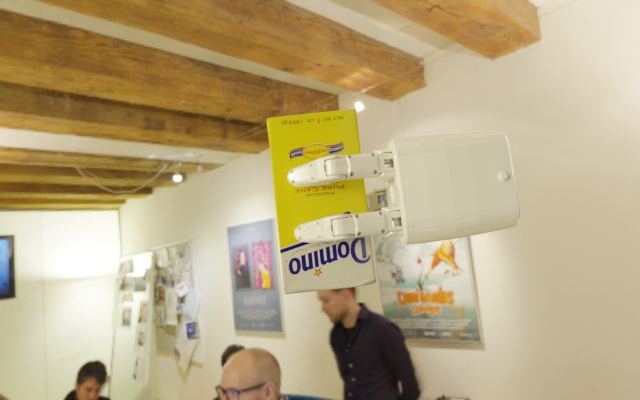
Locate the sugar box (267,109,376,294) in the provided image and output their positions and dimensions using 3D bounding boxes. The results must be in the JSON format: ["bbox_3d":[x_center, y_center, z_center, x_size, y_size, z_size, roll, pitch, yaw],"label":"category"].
[{"bbox_3d":[0.000,0.001,0.486,0.093,0.176,0.048,-7,-8,0],"label":"sugar box"}]
